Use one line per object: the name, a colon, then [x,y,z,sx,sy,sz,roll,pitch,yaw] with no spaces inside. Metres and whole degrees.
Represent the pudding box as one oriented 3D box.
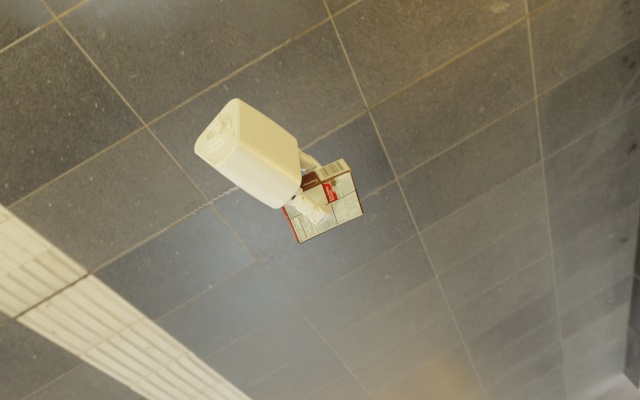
pudding box: [0.000,0.002,0.705,0.113,0.090,0.039,-23,38,-4]
